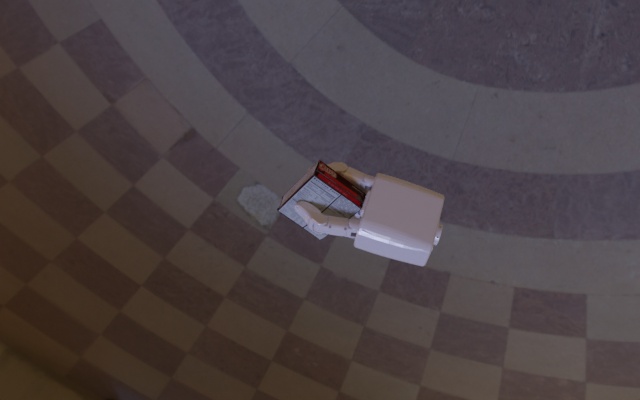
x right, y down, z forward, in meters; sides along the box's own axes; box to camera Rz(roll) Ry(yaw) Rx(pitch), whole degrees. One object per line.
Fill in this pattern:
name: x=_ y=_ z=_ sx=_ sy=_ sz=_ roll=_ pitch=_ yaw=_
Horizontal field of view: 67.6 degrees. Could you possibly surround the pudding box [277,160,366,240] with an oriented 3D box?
pudding box: x=0.000 y=0.003 z=0.721 sx=0.090 sy=0.039 sz=0.113 roll=36 pitch=-47 yaw=-13
